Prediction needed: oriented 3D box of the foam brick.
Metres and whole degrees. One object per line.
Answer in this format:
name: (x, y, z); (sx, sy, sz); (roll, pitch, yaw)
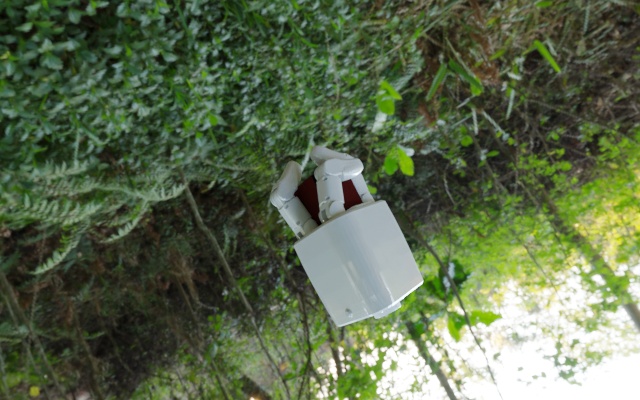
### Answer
foam brick: (0.000, 0.002, 0.564); (0.053, 0.051, 0.078); (-21, -10, -38)
